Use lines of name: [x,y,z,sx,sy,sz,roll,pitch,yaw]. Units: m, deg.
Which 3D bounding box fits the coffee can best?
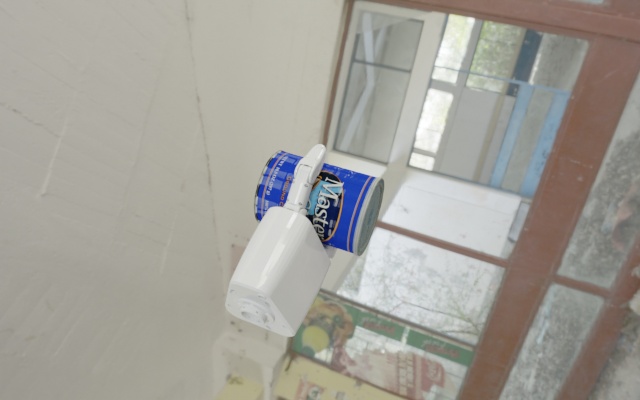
coffee can: [0.000,0.002,0.617,0.140,0.103,0.103,17,4,15]
